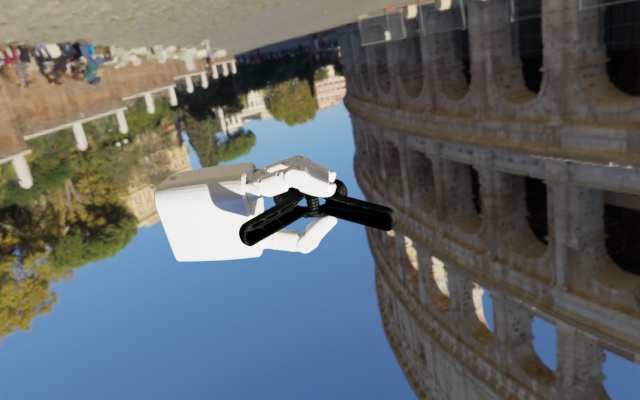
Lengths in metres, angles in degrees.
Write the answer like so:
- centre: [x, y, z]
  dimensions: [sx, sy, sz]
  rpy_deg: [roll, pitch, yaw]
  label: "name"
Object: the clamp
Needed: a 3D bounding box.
- centre: [0.000, 0.003, 0.578]
  dimensions: [0.164, 0.036, 0.210]
  rpy_deg: [-3, 17, 3]
  label: "clamp"
